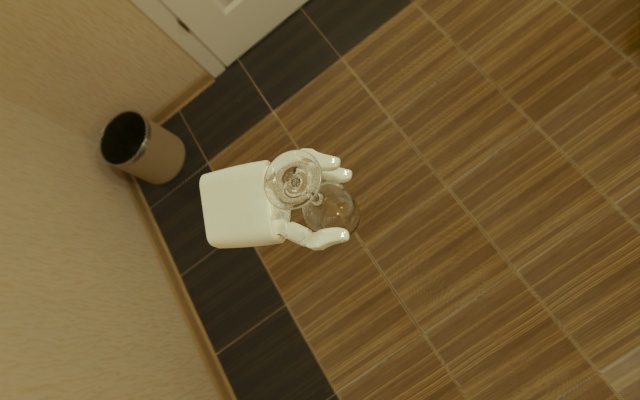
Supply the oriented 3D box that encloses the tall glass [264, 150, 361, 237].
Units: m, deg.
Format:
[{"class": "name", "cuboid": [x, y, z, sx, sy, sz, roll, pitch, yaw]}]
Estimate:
[{"class": "tall glass", "cuboid": [0.000, 0.002, 0.646, 0.079, 0.079, 0.201, 0, -16, 21]}]
